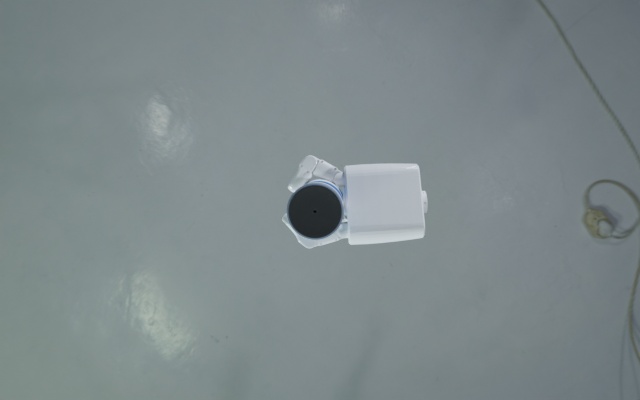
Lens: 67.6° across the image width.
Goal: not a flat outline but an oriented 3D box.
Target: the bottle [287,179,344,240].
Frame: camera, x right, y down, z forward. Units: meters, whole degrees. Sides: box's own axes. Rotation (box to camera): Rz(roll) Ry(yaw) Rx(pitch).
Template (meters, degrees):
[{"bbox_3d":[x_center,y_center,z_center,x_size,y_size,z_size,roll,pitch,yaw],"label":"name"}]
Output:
[{"bbox_3d":[0.000,0.002,0.698,0.069,0.069,0.295,0,4,3],"label":"bottle"}]
